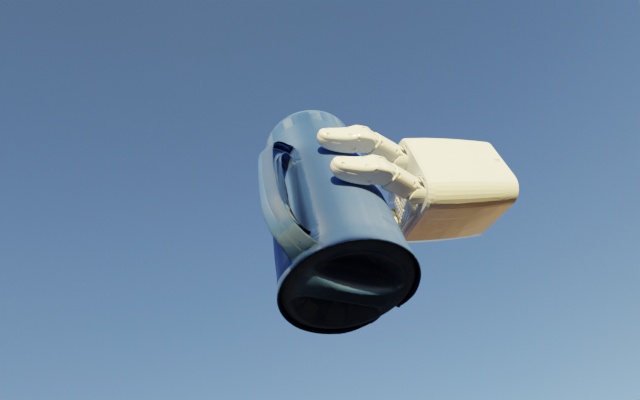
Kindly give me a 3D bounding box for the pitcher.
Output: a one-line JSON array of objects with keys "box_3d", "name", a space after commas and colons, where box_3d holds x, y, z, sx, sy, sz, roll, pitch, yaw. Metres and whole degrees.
[{"box_3d": [0.000, 0.002, 0.506, 0.145, 0.149, 0.242, -2, 41, -13], "name": "pitcher"}]
